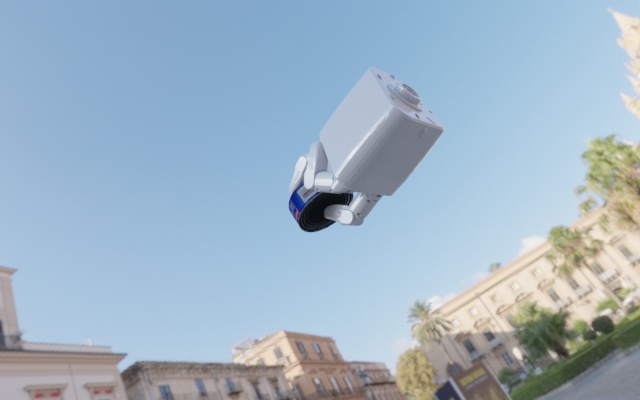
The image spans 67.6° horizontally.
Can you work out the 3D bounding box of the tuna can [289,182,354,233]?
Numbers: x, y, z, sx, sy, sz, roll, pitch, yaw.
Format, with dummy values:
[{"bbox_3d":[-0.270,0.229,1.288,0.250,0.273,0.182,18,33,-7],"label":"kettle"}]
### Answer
[{"bbox_3d":[0.000,0.002,0.650,0.086,0.086,0.033,0,43,-44],"label":"tuna can"}]
